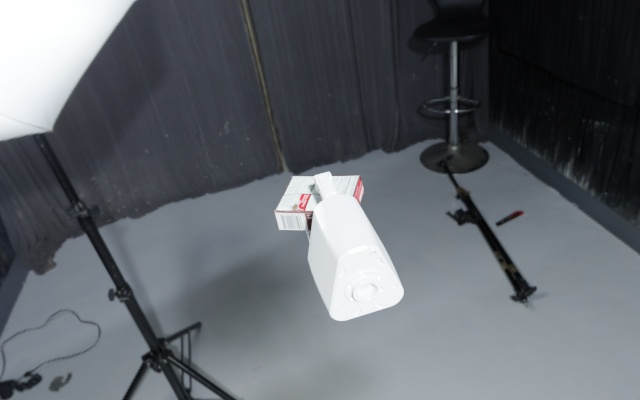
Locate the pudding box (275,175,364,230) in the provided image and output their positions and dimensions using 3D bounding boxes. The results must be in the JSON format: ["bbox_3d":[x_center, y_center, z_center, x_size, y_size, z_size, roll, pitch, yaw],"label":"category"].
[{"bbox_3d":[0.000,0.002,0.695,0.113,0.039,0.090,1,37,17],"label":"pudding box"}]
